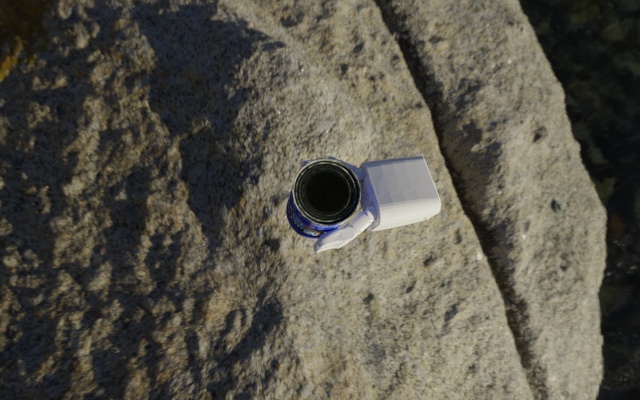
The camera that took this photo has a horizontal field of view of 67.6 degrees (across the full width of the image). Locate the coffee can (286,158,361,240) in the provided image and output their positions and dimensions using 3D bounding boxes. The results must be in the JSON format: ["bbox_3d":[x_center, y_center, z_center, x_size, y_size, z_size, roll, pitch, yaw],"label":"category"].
[{"bbox_3d":[0.000,0.002,0.764,0.103,0.102,0.140,0,-13,-8],"label":"coffee can"}]
